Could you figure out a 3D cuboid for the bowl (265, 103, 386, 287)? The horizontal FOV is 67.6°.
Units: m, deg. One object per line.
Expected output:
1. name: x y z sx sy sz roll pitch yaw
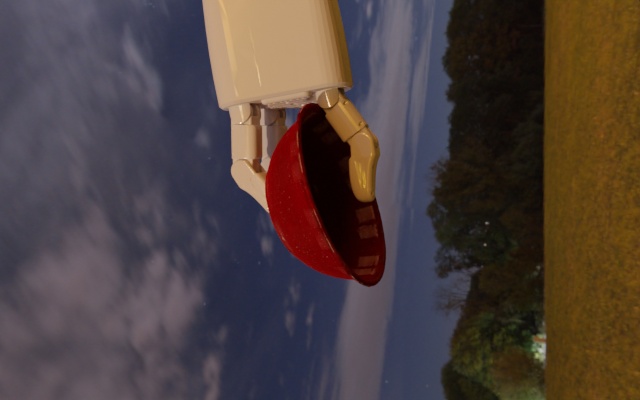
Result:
1. bowl: 0.000 0.003 0.411 0.055 0.162 0.162 -20 -8 21
